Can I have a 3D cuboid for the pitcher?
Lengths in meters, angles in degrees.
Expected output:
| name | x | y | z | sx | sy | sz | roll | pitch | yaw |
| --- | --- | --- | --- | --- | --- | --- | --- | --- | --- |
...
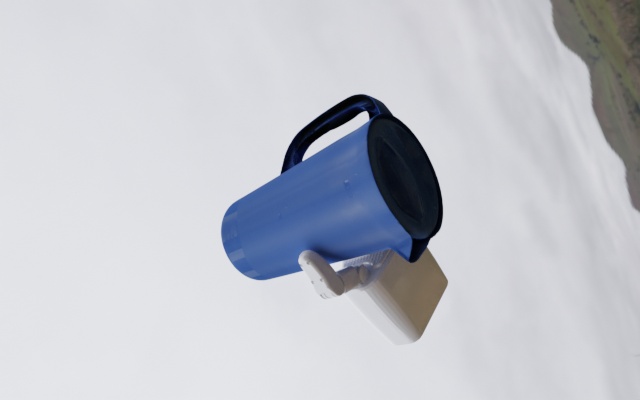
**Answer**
| name | x | y | z | sx | sy | sz | roll | pitch | yaw |
| --- | --- | --- | --- | --- | --- | --- | --- | --- | --- |
| pitcher | 0.000 | 0.002 | 0.538 | 0.243 | 0.145 | 0.149 | -23 | 27 | 36 |
